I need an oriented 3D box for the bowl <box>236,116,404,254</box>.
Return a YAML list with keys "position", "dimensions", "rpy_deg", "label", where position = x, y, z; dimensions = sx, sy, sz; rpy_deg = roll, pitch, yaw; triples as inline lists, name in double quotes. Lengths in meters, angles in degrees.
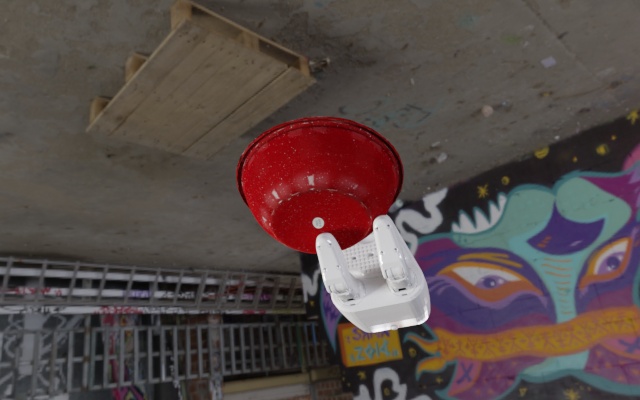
- position: [-0.001, 0.001, 0.445]
  dimensions: [0.162, 0.055, 0.162]
  rpy_deg: [-1, -42, 0]
  label: "bowl"
